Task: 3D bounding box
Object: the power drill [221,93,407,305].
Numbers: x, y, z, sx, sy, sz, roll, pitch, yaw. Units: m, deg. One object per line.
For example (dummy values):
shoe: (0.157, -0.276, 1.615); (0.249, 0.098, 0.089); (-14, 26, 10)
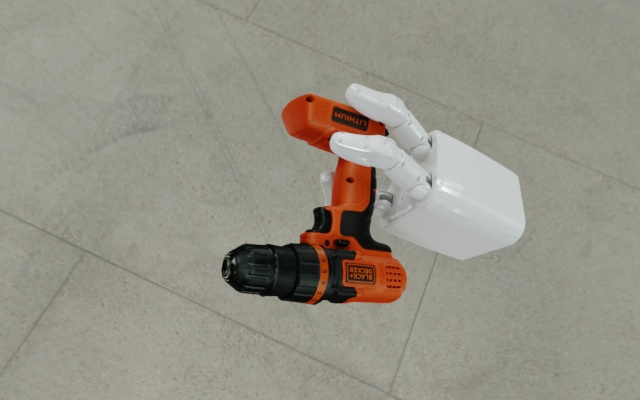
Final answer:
power drill: (0.000, 0.001, 0.443); (0.184, 0.187, 0.057); (12, -18, -35)
